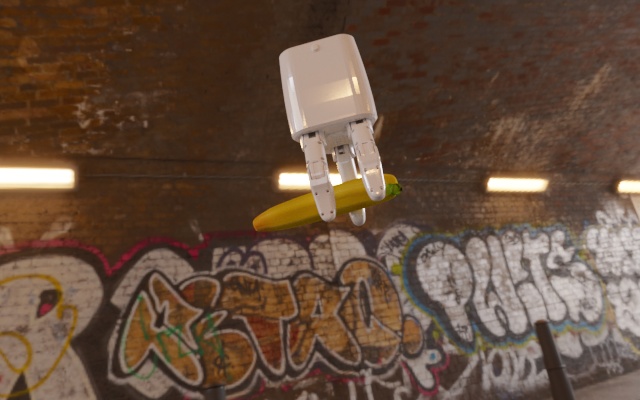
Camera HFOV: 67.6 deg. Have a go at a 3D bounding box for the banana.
[{"bbox_3d":[0.012,0.001,0.564,0.198,0.037,0.069,-17,-8,29],"label":"banana"}]
